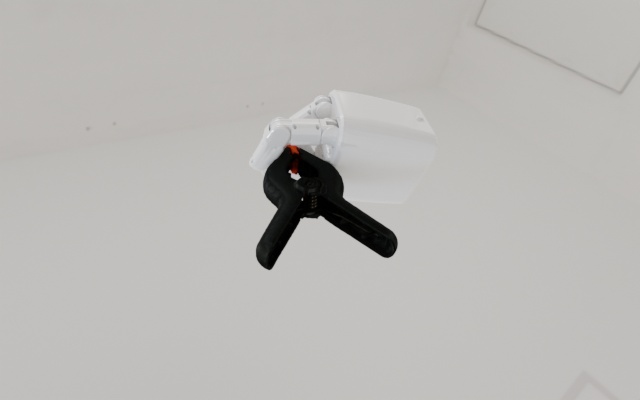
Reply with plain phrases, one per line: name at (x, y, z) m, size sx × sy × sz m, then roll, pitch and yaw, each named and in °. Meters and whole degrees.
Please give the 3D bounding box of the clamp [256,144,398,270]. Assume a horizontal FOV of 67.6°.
clamp at (0.000, 0.002, 0.448) m, size 0.120 × 0.039 × 0.171 m, roll 6°, pitch 37°, yaw -12°
